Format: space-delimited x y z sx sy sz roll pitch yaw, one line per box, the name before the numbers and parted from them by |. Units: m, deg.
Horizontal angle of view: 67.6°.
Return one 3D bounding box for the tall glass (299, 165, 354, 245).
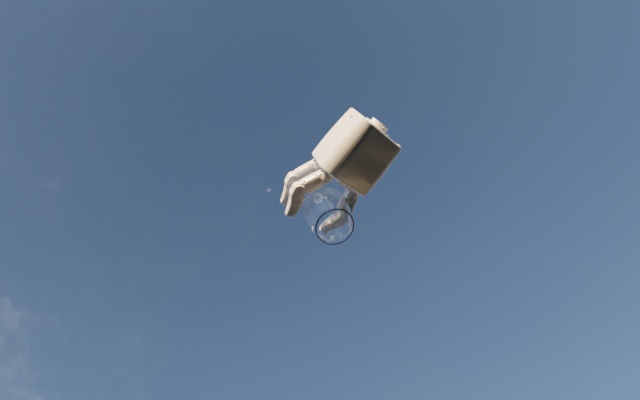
tall glass | 0.000 0.003 0.818 0.079 0.079 0.201 0 23 -14
